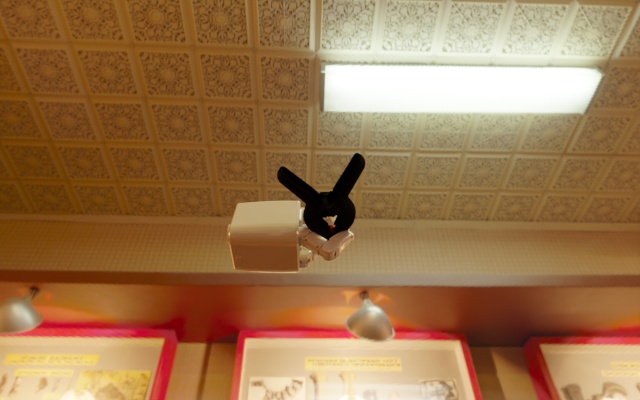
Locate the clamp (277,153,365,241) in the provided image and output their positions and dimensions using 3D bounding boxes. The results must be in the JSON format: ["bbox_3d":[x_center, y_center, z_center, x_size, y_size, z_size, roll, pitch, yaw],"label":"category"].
[{"bbox_3d":[0.000,0.002,0.698,0.120,0.172,0.039,0,44,-1],"label":"clamp"}]
